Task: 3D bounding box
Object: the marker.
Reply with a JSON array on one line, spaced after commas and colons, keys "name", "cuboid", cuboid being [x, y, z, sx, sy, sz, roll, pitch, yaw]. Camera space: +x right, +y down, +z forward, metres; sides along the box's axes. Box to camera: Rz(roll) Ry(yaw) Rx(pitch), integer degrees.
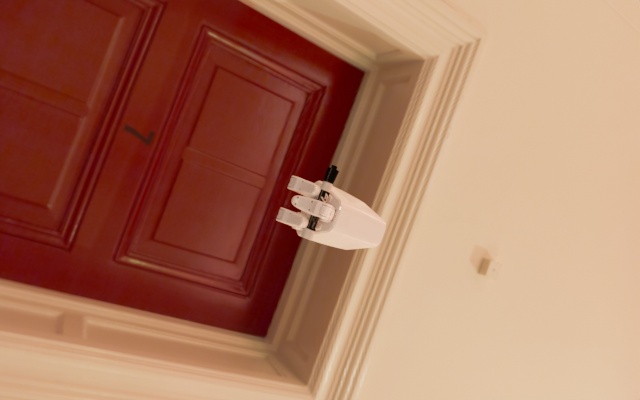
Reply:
[{"name": "marker", "cuboid": [0.000, 0.002, 0.738, 0.020, 0.121, 0.020, 21, -2, 1]}]
